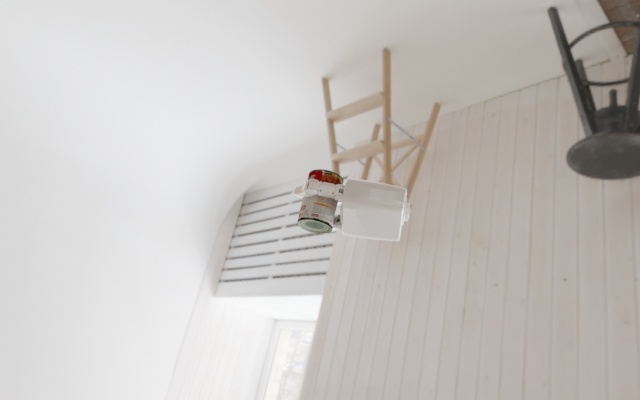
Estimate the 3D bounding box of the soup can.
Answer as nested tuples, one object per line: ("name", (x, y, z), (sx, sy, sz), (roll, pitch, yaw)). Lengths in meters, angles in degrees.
("soup can", (0.000, 0.003, 0.881), (0.068, 0.102, 0.068), (11, -24, 5))
